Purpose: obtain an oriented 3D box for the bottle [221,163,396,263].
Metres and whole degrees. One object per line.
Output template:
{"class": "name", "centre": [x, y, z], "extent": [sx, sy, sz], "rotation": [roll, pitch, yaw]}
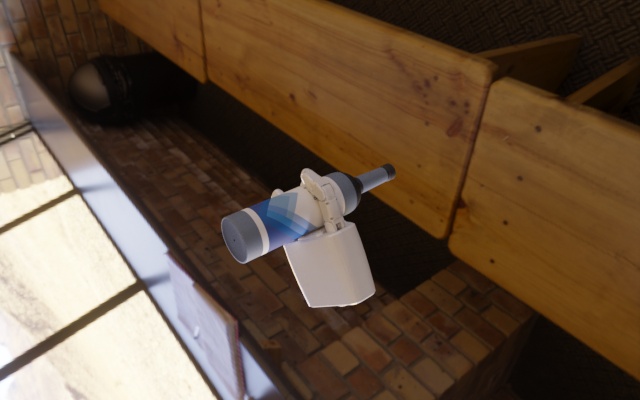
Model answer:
{"class": "bottle", "centre": [0.000, 0.002, 0.705], "extent": [0.295, 0.069, 0.069], "rotation": [-24, 13, -32]}
